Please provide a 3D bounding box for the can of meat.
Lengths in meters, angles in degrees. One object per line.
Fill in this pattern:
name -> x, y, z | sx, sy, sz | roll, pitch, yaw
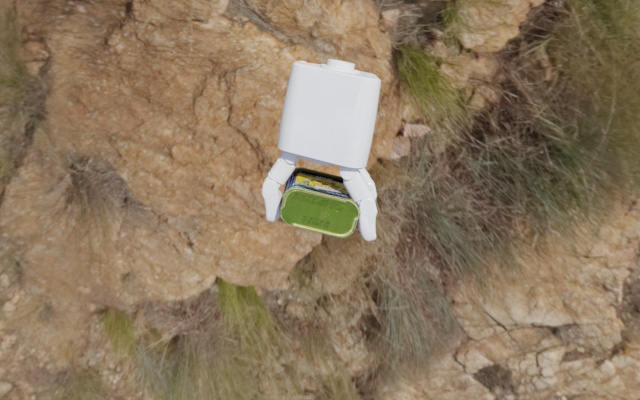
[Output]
can of meat -> 0.000, 0.002, 0.619 | 0.102, 0.057, 0.084 | 13, 19, -3
